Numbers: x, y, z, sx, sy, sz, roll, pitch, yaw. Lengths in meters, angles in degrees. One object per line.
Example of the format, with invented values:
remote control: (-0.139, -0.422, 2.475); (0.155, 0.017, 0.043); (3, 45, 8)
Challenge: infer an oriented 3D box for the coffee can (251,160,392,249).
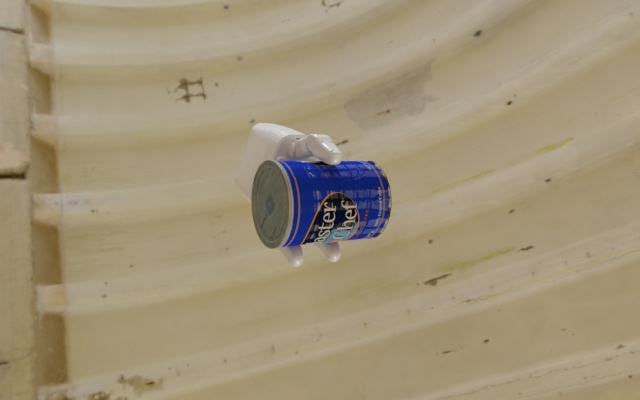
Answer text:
coffee can: (0.000, 0.002, 0.582); (0.140, 0.103, 0.103); (-3, 1, -30)
